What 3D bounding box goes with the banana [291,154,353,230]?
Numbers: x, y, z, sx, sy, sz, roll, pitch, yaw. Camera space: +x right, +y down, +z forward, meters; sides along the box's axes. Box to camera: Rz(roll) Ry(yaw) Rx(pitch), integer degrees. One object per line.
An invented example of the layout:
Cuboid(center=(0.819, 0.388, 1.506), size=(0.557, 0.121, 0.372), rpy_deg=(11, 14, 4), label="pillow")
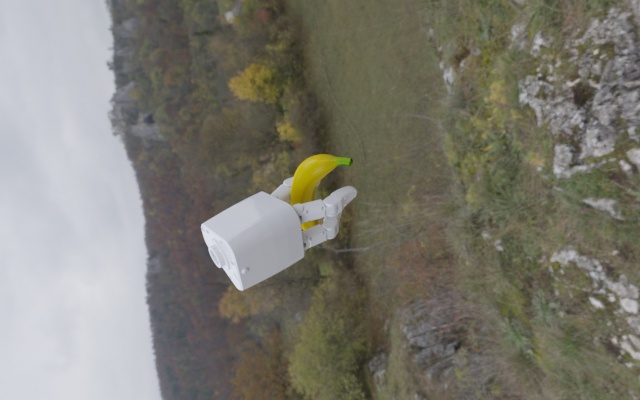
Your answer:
Cuboid(center=(-0.014, -0.010, 0.722), size=(0.069, 0.037, 0.198), rpy_deg=(36, -36, 8), label="banana")
